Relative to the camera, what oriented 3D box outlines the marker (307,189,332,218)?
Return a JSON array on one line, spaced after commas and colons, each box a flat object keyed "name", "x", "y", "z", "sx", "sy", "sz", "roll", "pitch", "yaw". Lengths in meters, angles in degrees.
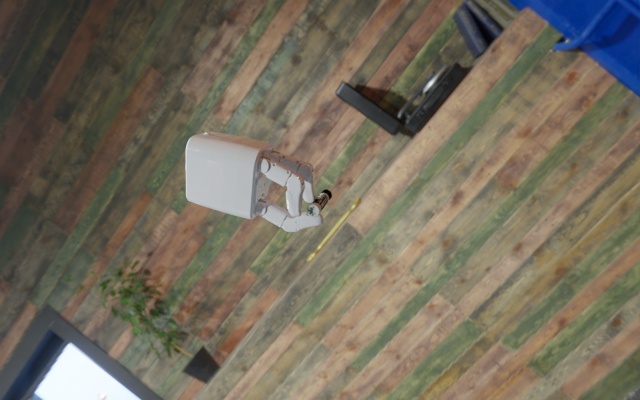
[{"name": "marker", "x": 0.000, "y": 0.002, "z": 0.732, "sx": 0.020, "sy": 0.020, "sz": 0.121, "roll": 0, "pitch": 13, "yaw": 10}]
